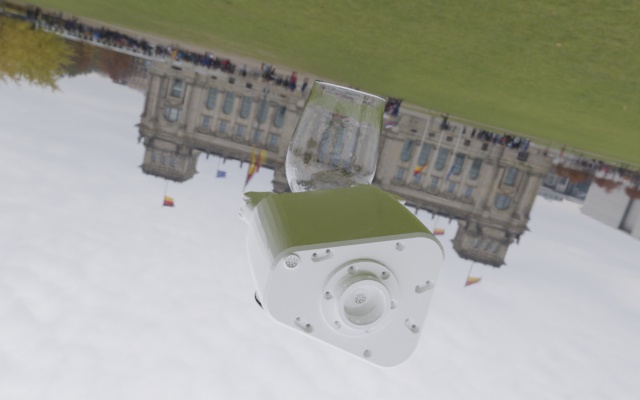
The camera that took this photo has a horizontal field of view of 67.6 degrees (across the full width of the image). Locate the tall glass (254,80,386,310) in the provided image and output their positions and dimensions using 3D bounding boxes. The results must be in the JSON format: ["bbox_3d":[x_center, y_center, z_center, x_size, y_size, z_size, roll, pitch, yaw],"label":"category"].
[{"bbox_3d":[0.000,0.002,0.420,0.079,0.201,0.079,14,12,-3],"label":"tall glass"}]
